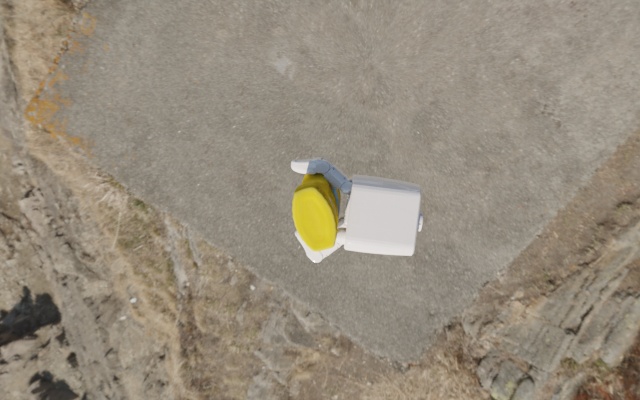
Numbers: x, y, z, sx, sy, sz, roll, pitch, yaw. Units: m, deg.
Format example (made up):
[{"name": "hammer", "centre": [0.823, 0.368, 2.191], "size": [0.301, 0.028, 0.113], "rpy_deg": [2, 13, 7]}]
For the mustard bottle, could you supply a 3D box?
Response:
[{"name": "mustard bottle", "centre": [0.000, 0.003, 0.746], "size": [0.058, 0.096, 0.191], "rpy_deg": [-17, 13, 10]}]
